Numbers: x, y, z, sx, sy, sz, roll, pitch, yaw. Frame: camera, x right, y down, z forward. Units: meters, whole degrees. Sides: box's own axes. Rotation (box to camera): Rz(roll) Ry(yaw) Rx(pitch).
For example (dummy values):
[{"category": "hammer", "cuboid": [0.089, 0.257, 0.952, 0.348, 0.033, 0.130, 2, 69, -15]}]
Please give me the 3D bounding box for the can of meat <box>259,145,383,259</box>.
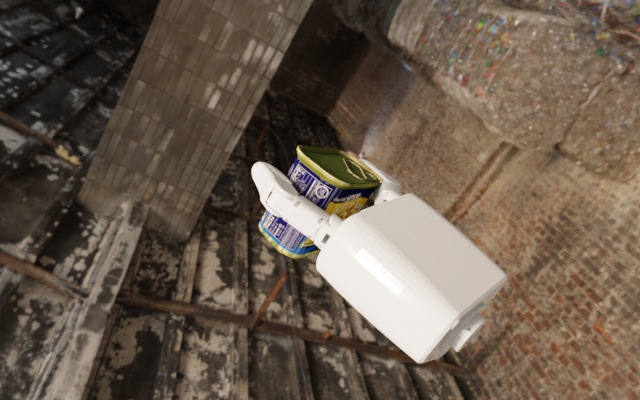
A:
[{"category": "can of meat", "cuboid": [0.000, 0.002, 0.440, 0.057, 0.084, 0.102, 40, 21, 22]}]
